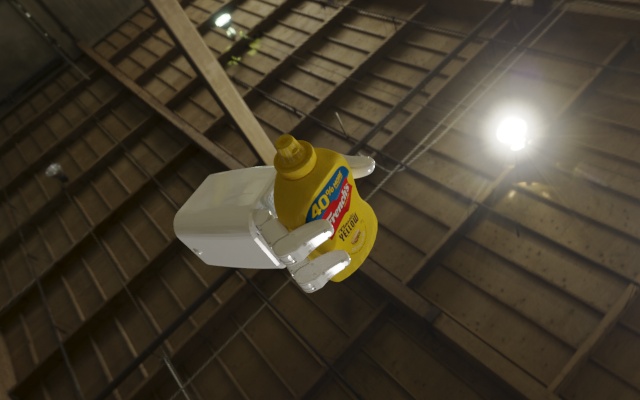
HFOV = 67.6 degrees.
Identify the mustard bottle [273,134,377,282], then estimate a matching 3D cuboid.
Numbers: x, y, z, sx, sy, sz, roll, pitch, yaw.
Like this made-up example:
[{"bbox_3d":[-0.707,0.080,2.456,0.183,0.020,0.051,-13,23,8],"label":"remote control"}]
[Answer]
[{"bbox_3d":[0.000,0.002,0.504,0.058,0.096,0.192,21,-25,37],"label":"mustard bottle"}]
